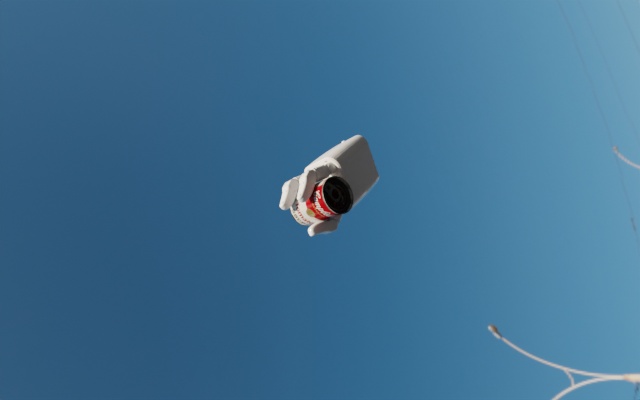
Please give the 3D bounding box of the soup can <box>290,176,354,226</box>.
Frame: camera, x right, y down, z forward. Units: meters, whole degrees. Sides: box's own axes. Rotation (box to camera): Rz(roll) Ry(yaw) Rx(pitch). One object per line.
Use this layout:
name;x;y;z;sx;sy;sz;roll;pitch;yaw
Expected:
soup can;0.000;0.003;0.850;0.068;0.068;0.102;0;-14;-39
